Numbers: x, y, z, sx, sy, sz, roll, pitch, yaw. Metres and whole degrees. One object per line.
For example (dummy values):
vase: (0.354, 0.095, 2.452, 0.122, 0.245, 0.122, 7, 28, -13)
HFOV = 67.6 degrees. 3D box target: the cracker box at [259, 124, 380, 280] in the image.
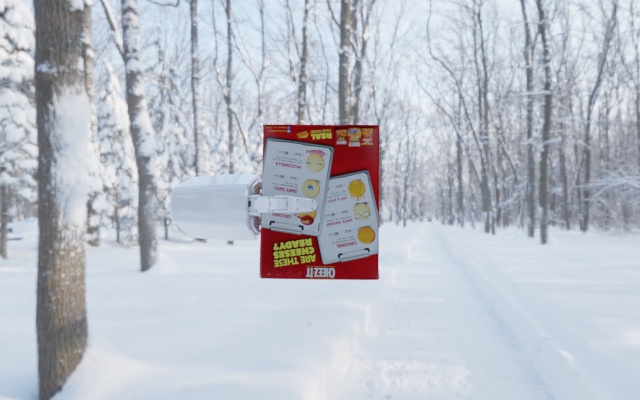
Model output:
cracker box: (0.000, 0.002, 0.680, 0.164, 0.213, 0.072, 0, -3, 3)
